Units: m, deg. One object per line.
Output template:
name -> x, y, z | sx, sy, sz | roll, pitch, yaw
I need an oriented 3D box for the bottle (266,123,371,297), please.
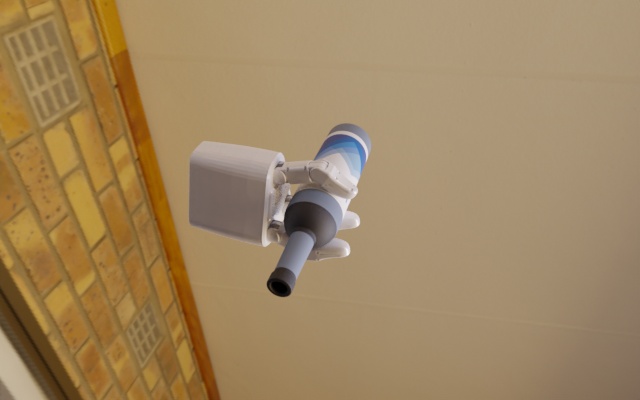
bottle -> 0.000, 0.002, 0.590 | 0.069, 0.069, 0.295 | 0, 36, 21
